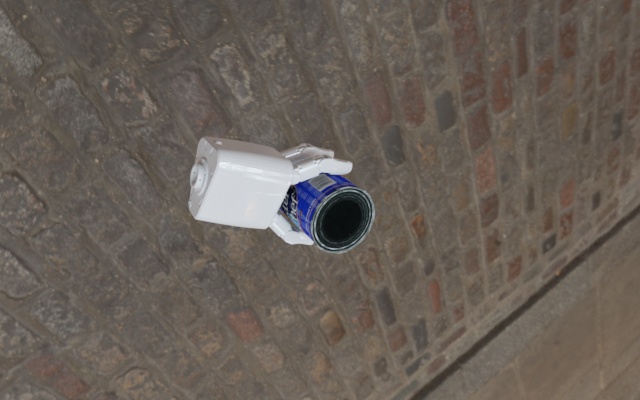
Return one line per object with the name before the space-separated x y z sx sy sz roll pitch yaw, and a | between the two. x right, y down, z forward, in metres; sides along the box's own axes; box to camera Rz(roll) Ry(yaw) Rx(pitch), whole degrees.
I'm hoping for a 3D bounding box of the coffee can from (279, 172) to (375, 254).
coffee can | 0.000 0.002 0.715 0.103 0.103 0.140 0 22 -30
